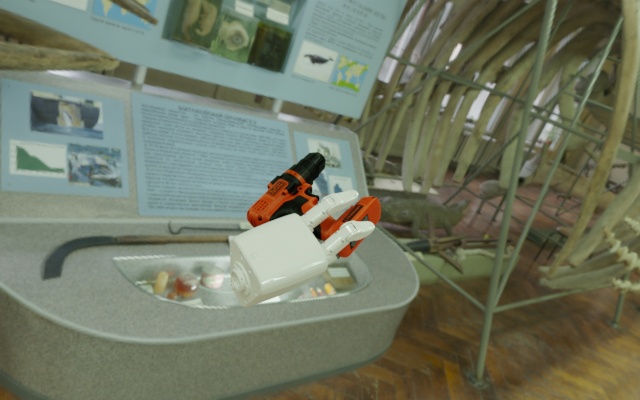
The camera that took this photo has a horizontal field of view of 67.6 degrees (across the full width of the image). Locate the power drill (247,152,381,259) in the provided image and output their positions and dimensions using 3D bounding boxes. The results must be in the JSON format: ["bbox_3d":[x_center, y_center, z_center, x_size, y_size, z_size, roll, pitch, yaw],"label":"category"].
[{"bbox_3d":[0.000,0.003,0.774,0.187,0.057,0.184,22,56,33],"label":"power drill"}]
